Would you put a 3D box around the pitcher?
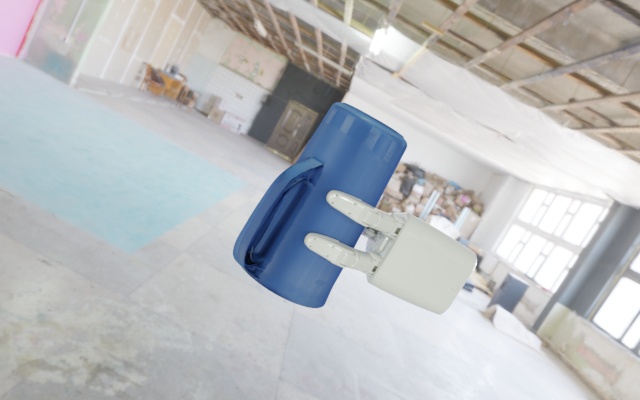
[{"bbox_3d":[0.000,0.002,0.601,0.145,0.243,0.149,28,8,-9],"label":"pitcher"}]
